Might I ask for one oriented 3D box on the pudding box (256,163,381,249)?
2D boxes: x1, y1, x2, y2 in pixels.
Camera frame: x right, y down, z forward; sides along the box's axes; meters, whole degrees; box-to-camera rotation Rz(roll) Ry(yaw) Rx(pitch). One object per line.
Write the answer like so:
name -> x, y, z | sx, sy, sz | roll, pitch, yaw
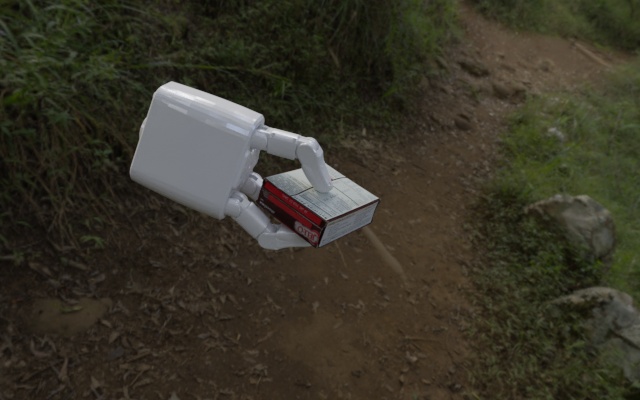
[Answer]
pudding box -> 0.000, 0.002, 0.524 | 0.090, 0.039, 0.113 | 35, 32, 25
